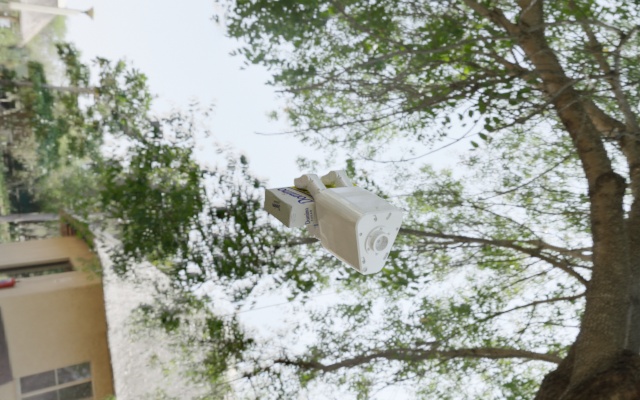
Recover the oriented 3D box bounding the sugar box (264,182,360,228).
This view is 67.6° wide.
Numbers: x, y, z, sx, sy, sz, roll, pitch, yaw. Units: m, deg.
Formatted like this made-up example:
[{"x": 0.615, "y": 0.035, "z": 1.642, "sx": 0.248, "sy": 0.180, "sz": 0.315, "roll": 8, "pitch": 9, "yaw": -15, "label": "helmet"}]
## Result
[{"x": 0.000, "y": 0.002, "z": 0.834, "sx": 0.176, "sy": 0.048, "sz": 0.093, "roll": -5, "pitch": 22, "yaw": -34, "label": "sugar box"}]
